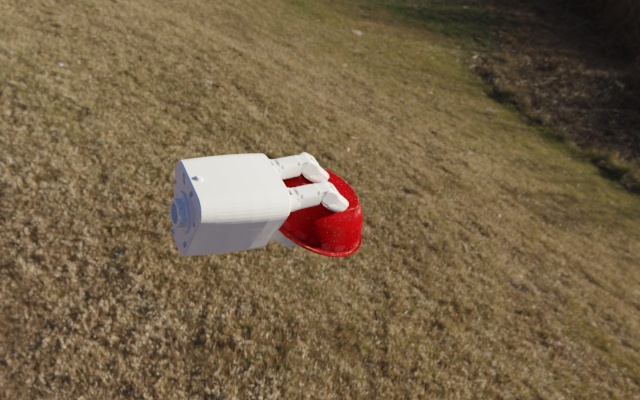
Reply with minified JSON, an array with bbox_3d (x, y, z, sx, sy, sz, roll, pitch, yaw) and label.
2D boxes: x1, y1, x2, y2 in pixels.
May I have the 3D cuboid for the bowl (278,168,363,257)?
[{"bbox_3d":[0.001,0.002,0.660,0.162,0.055,0.162,25,29,-15],"label":"bowl"}]
